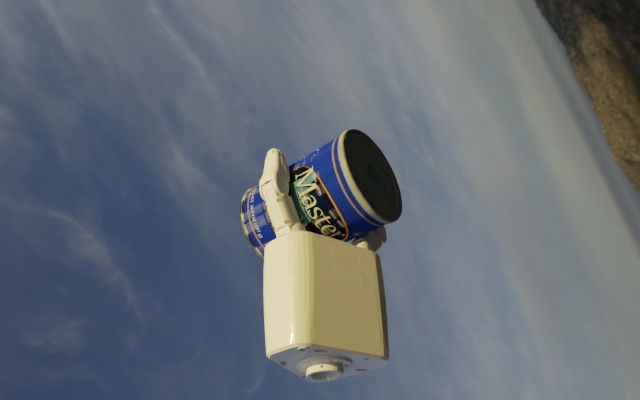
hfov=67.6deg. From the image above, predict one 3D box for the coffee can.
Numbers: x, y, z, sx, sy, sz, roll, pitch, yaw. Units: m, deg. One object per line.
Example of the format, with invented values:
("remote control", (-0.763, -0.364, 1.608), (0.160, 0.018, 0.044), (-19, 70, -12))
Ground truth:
("coffee can", (0.000, 0.001, 0.508), (0.140, 0.102, 0.103), (-28, -15, 30))
